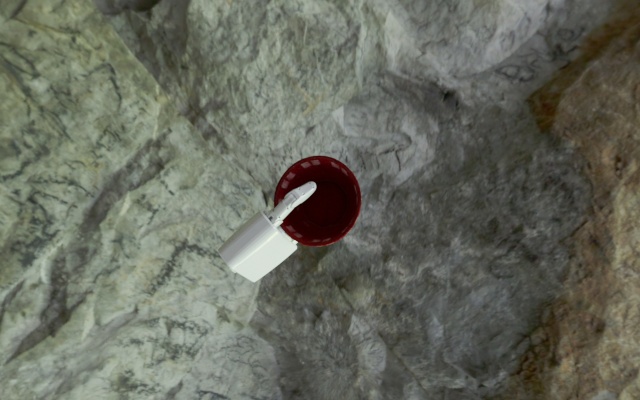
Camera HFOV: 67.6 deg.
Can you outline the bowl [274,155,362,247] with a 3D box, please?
[{"bbox_3d":[0.001,0.002,0.862,0.162,0.162,0.055,0,-6,18],"label":"bowl"}]
